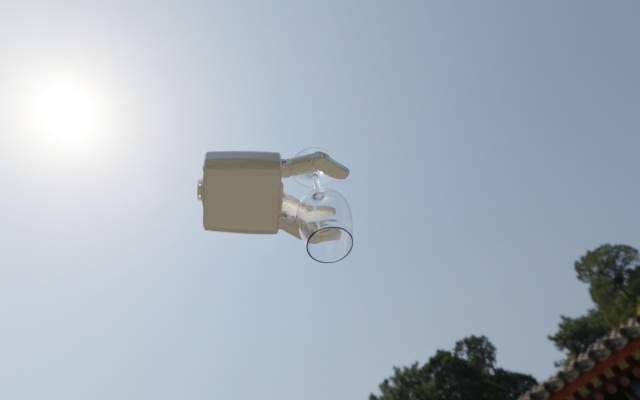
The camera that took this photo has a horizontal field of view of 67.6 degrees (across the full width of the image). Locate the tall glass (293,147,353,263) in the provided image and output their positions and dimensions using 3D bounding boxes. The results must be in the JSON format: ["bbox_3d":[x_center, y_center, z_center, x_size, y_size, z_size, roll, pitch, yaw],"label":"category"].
[{"bbox_3d":[0.000,0.002,0.694,0.079,0.079,0.201,0,34,-9],"label":"tall glass"}]
